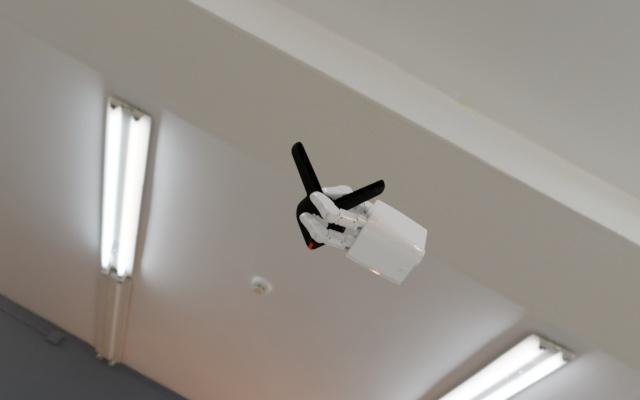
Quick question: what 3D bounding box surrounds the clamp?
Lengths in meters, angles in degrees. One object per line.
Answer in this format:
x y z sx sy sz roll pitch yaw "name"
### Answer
0.000 0.003 0.829 0.164 0.210 0.036 31 43 5 "clamp"
